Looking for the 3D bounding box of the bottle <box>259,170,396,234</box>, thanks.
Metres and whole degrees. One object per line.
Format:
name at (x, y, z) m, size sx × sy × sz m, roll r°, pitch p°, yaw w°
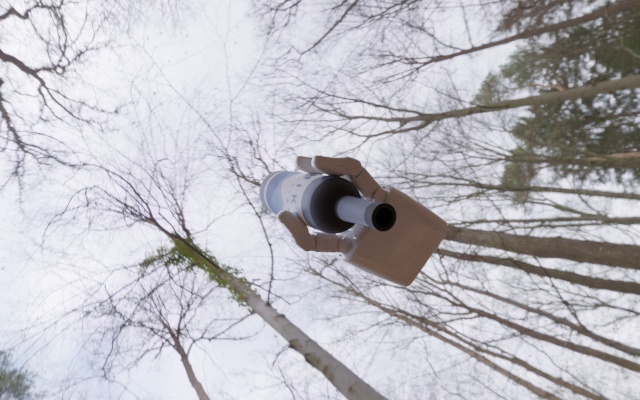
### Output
bottle at (0.000, 0.002, 0.583) m, size 0.069 × 0.069 × 0.295 m, roll 0°, pitch 5°, yaw -24°
